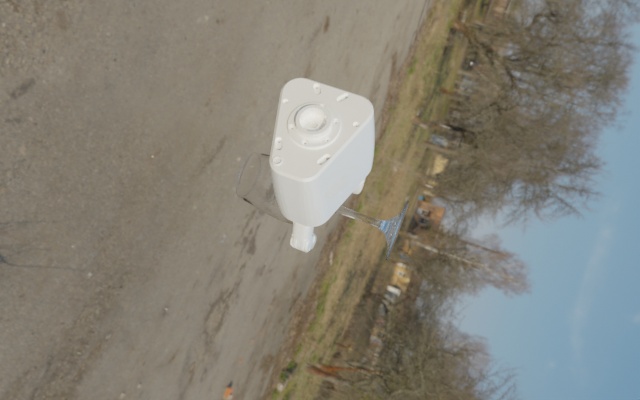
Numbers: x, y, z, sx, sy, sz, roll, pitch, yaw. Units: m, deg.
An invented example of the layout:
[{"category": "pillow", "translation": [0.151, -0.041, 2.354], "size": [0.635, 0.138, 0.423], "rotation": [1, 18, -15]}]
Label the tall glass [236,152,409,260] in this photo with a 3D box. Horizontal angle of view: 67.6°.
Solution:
[{"category": "tall glass", "translation": [0.001, 0.002, 0.583], "size": [0.201, 0.079, 0.079], "rotation": [20, 4, 11]}]
